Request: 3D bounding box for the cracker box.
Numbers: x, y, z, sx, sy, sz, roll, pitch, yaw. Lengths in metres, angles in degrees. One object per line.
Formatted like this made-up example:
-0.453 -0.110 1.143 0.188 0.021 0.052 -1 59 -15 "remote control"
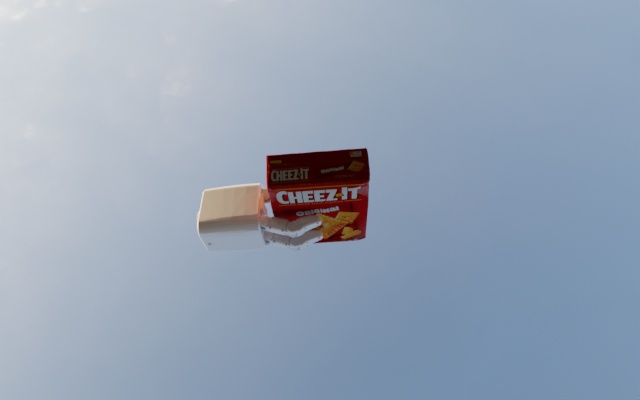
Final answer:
0.000 0.003 0.836 0.164 0.072 0.214 -5 -30 1 "cracker box"
